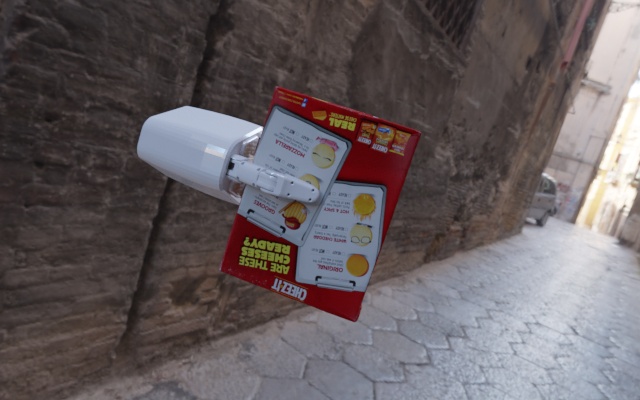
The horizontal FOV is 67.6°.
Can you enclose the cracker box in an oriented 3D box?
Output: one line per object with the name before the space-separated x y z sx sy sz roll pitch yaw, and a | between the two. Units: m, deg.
cracker box | 0.000 0.002 0.536 0.164 0.214 0.072 19 7 9
